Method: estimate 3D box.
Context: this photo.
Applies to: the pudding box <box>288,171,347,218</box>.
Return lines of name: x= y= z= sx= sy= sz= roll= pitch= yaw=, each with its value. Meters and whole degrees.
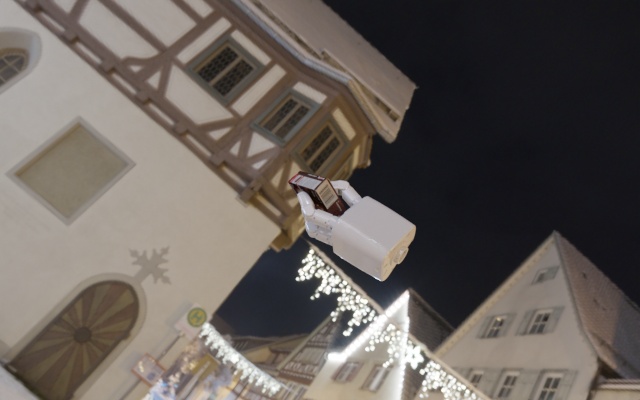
pudding box: x=0.000 y=0.003 z=0.891 sx=0.039 sy=0.113 sz=0.090 roll=-43 pitch=34 yaw=-22
